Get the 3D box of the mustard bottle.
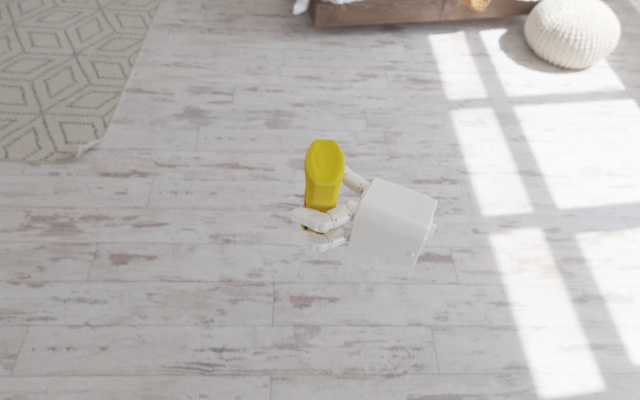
[{"bbox_3d":[0.000,0.002,0.746,0.058,0.096,0.192,2,-40,-4],"label":"mustard bottle"}]
